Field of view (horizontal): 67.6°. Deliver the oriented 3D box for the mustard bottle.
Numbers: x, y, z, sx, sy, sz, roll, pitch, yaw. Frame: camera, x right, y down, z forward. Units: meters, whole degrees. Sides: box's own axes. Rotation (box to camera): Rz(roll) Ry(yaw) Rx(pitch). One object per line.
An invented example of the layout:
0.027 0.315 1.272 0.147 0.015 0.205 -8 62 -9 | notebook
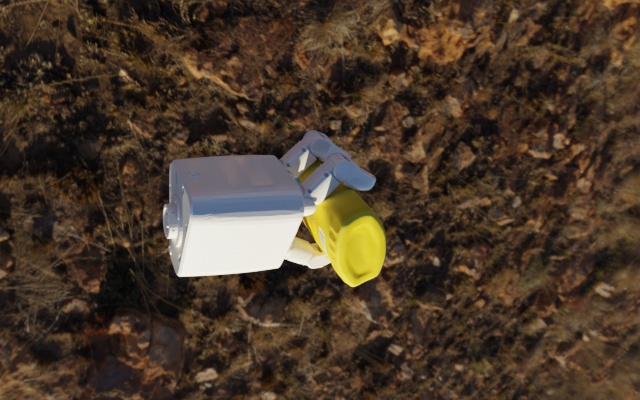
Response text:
0.001 0.002 0.531 0.058 0.096 0.191 -24 40 -14 | mustard bottle
